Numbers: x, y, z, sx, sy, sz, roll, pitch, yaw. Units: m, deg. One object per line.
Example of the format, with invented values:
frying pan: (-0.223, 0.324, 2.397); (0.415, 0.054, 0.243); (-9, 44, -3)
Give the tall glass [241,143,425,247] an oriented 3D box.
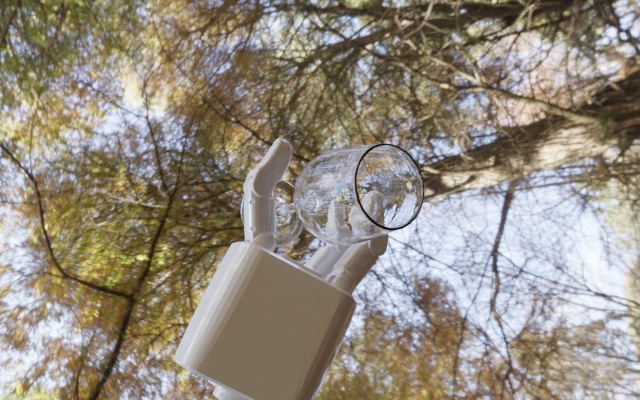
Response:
tall glass: (0.000, 0.001, 0.418); (0.079, 0.079, 0.201); (0, -7, -30)
